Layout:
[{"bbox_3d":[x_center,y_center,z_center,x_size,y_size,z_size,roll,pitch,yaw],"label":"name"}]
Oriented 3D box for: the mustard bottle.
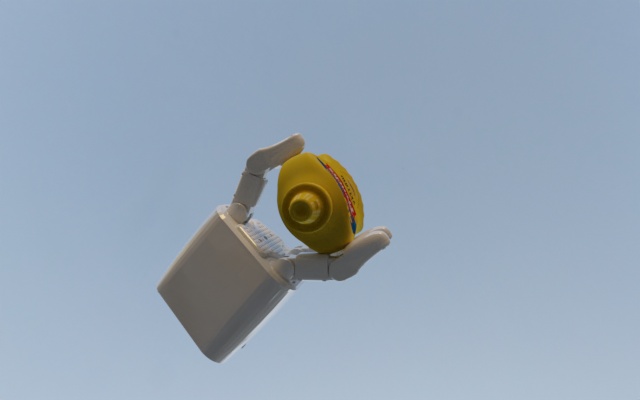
[{"bbox_3d":[0.000,0.001,0.454,0.058,0.096,0.191,-24,0,11],"label":"mustard bottle"}]
